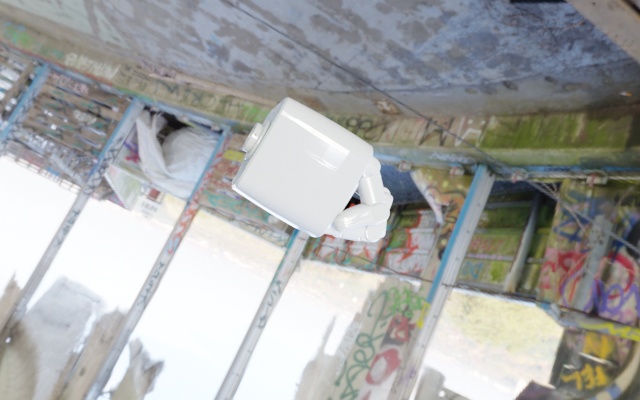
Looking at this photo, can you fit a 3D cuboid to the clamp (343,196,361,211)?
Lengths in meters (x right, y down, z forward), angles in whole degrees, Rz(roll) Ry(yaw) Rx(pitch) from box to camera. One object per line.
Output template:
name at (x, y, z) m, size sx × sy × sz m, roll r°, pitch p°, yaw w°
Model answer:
clamp at (0.000, 0.003, 0.614) m, size 0.120 × 0.039 × 0.171 m, roll 31°, pitch -13°, yaw -16°
